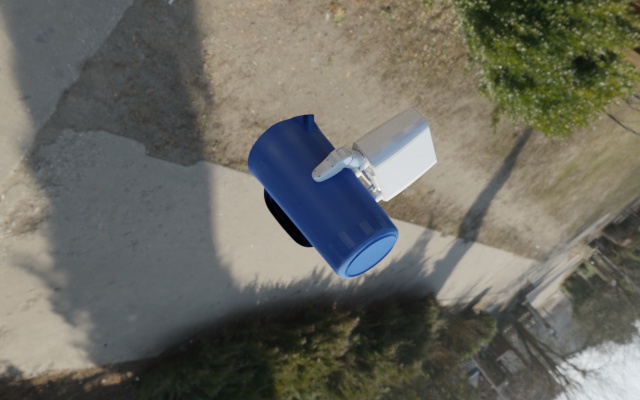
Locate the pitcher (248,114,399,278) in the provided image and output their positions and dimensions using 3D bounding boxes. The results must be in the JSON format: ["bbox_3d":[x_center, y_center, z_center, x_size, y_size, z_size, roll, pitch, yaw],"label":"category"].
[{"bbox_3d":[0.000,0.002,0.729,0.145,0.242,0.149,-36,-27,-5],"label":"pitcher"}]
